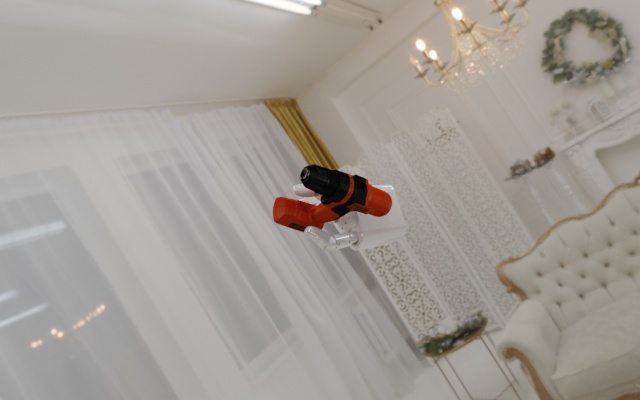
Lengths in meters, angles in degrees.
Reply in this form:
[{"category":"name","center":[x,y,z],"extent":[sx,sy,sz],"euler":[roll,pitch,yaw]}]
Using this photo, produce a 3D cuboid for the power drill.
[{"category":"power drill","center":[0.000,0.003,0.819],"extent":[0.184,0.057,0.188],"euler":[22,-27,-35]}]
